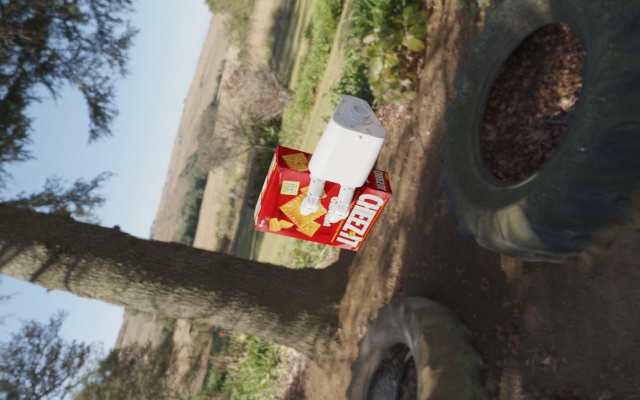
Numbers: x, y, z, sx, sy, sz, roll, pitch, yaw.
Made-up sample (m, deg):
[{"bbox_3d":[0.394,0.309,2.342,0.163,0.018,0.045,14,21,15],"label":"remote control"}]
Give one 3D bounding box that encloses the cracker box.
[{"bbox_3d":[0.000,0.003,0.883,0.214,0.164,0.072,13,41,-15],"label":"cracker box"}]
